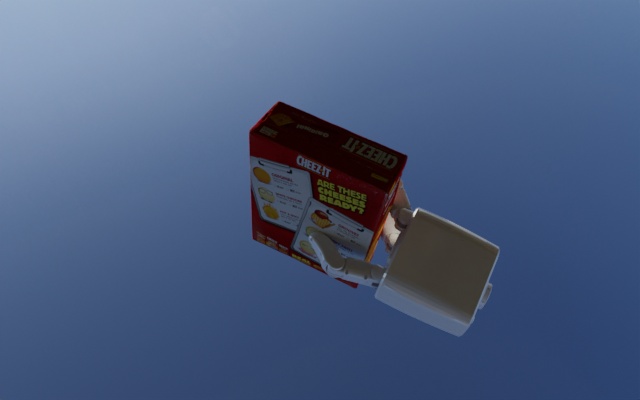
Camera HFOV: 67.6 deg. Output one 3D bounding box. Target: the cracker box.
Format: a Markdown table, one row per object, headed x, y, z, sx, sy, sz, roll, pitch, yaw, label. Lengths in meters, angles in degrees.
| x | y | z | sx | sy | sz | roll | pitch | yaw | label |
| --- | --- | --- | --- | --- | --- | --- | --- | --- | --- |
| 0.000 | 0.002 | 0.588 | 0.164 | 0.072 | 0.214 | 25 | -36 | 12 | cracker box |
